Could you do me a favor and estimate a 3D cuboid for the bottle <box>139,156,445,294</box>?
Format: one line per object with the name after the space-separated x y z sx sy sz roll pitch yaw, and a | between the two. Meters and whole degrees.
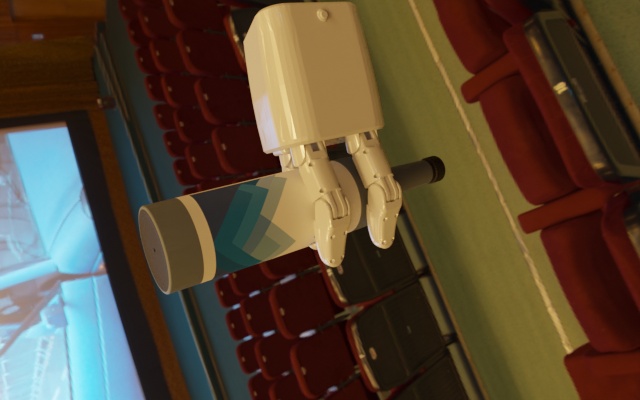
0.000 0.002 0.420 0.295 0.069 0.069 -16 9 -32 | bottle
